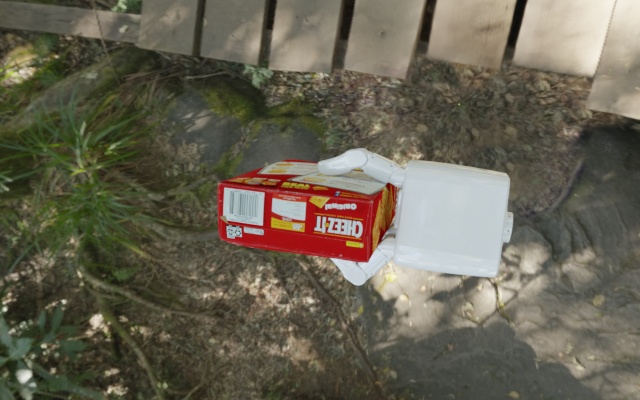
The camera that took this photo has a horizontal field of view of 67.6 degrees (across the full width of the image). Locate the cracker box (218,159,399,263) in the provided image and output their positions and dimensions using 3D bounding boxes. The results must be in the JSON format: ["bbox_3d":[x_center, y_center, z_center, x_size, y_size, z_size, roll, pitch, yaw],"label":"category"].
[{"bbox_3d":[0.000,0.002,0.569,0.164,0.072,0.213,7,13,15],"label":"cracker box"}]
